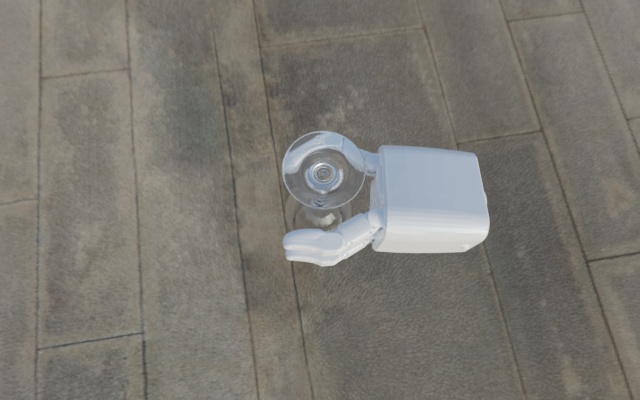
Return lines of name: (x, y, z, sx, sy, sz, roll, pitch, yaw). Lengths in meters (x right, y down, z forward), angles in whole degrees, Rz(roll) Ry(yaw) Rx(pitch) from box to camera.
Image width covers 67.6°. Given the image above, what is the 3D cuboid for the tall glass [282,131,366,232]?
tall glass: (0.000, 0.001, 0.514, 0.079, 0.079, 0.201, 0, -17, -2)
